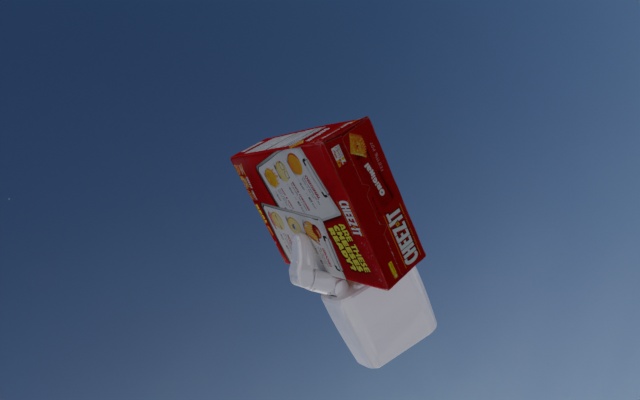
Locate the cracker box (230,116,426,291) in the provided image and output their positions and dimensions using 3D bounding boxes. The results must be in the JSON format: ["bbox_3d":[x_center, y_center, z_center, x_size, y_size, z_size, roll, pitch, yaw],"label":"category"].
[{"bbox_3d":[0.000,0.002,0.547,0.072,0.164,0.213,-35,19,-28],"label":"cracker box"}]
